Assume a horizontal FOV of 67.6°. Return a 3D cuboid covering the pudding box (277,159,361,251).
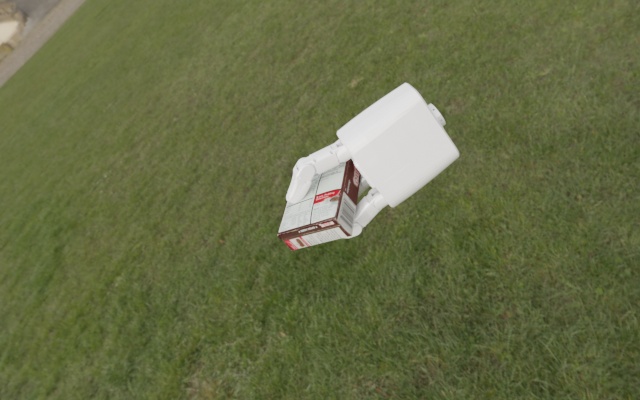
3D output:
[{"bbox_3d":[0.000,0.002,0.607,0.090,0.113,0.039,-18,-51,30],"label":"pudding box"}]
